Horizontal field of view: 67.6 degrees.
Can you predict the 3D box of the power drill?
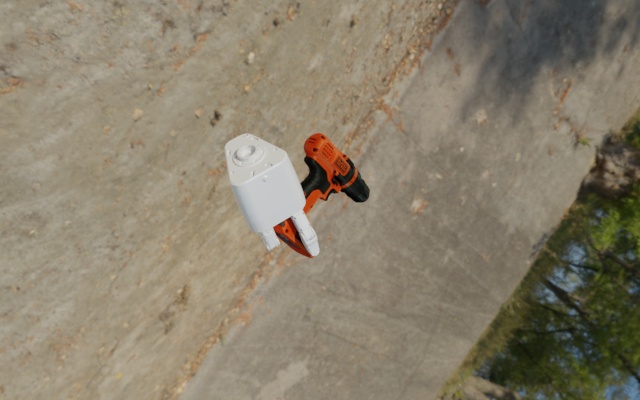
[{"bbox_3d":[0.000,0.003,0.841,0.057,0.187,0.184,14,-22,47],"label":"power drill"}]
